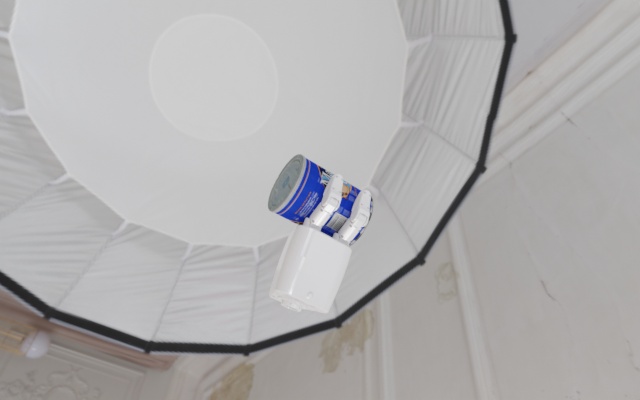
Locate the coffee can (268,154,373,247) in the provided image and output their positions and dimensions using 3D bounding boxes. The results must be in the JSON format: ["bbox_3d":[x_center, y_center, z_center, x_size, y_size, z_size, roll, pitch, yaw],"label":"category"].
[{"bbox_3d":[0.000,0.002,0.779,0.140,0.103,0.103,29,-12,-22],"label":"coffee can"}]
